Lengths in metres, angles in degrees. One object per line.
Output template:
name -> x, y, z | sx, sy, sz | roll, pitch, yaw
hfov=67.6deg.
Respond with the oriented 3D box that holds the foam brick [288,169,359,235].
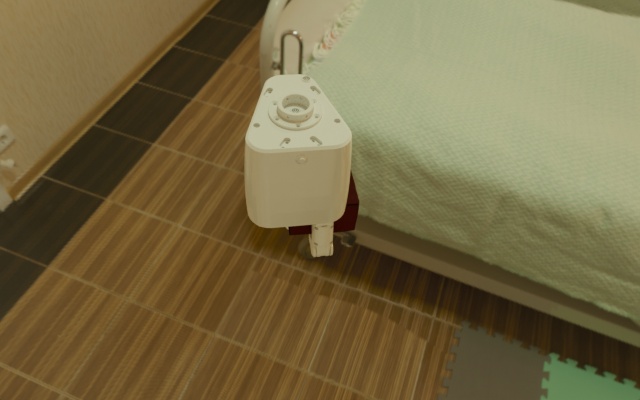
foam brick -> 0.000, 0.002, 0.535 | 0.078, 0.053, 0.051 | -4, -39, -8
